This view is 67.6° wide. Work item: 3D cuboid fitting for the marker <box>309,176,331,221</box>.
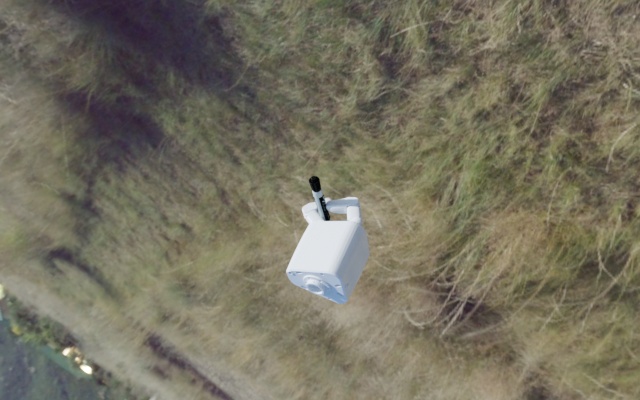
[{"bbox_3d":[0.000,0.003,0.841,0.020,0.020,0.121,0,-43,16],"label":"marker"}]
